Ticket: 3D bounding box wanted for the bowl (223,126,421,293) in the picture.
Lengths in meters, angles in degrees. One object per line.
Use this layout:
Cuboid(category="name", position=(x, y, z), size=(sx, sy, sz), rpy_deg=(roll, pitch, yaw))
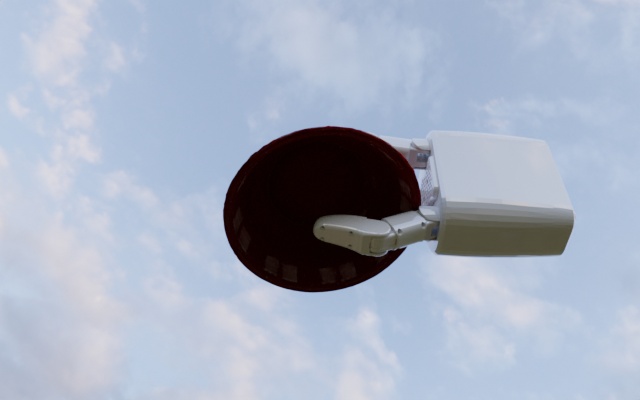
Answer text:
Cuboid(category="bowl", position=(-0.001, 0.001, 0.407), size=(0.162, 0.162, 0.055), rpy_deg=(0, 33, -8))
